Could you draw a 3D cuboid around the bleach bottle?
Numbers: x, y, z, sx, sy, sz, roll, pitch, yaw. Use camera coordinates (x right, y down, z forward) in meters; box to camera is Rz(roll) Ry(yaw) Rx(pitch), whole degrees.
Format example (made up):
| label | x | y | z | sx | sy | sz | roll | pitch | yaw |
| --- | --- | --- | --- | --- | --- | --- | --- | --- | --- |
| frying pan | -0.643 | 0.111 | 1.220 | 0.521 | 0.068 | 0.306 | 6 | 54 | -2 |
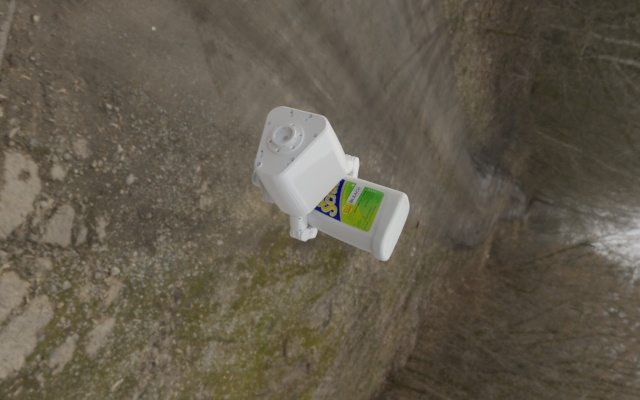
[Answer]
| label | x | y | z | sx | sy | sz | roll | pitch | yaw |
| --- | --- | --- | --- | --- | --- | --- | --- | --- | --- |
| bleach bottle | 0.000 | 0.002 | 0.726 | 0.251 | 0.102 | 0.068 | 18 | -21 | 25 |
